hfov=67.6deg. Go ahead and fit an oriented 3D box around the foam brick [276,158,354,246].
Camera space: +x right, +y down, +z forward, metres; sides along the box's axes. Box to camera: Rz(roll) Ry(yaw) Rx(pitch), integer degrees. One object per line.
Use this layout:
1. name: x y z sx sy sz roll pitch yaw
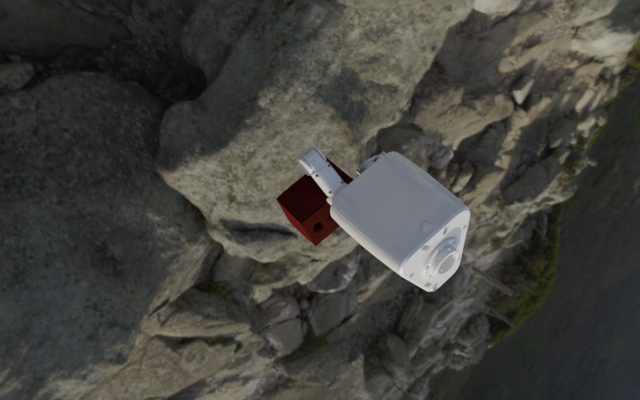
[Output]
1. foam brick: 0.000 0.002 0.541 0.051 0.078 0.053 44 -11 36
